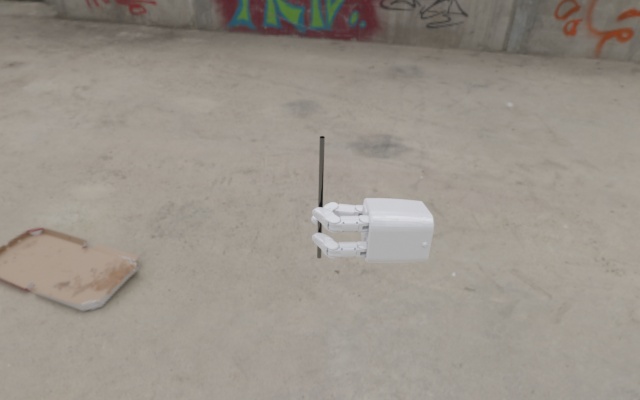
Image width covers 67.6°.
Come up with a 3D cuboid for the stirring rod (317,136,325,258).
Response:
[{"bbox_3d":[0.000,0.003,0.803,0.011,0.240,0.011,1,34,-1],"label":"stirring rod"}]
